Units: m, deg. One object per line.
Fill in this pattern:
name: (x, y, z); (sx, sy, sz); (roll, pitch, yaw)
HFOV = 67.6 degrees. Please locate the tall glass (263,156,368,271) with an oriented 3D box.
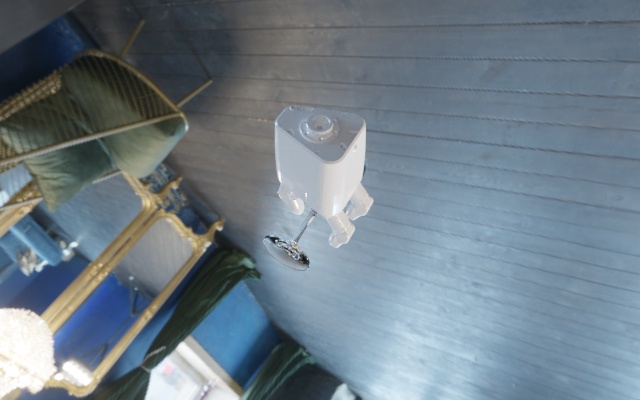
tall glass: (0.000, 0.003, 0.705); (0.079, 0.201, 0.079); (23, -33, 16)
